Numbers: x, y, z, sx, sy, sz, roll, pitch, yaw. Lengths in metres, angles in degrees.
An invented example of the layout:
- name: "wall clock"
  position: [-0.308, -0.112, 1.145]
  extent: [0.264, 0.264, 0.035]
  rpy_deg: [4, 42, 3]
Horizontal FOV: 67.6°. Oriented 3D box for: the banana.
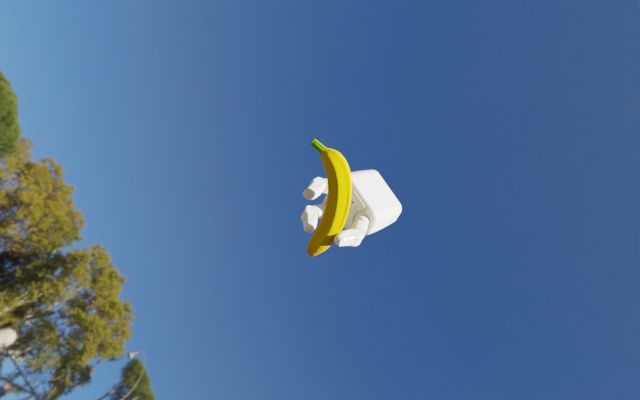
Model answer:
- name: "banana"
  position: [0.016, 0.003, 0.762]
  extent: [0.069, 0.198, 0.037]
  rpy_deg: [15, 20, 32]
